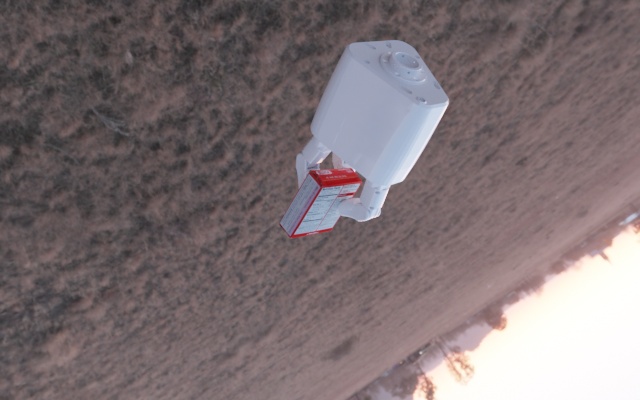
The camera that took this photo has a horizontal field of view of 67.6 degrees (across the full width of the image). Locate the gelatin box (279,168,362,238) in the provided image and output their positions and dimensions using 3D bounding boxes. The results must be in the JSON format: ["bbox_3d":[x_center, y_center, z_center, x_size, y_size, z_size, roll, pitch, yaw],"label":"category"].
[{"bbox_3d":[0.000,0.002,0.579,0.073,0.089,0.030,-8,48,-46],"label":"gelatin box"}]
